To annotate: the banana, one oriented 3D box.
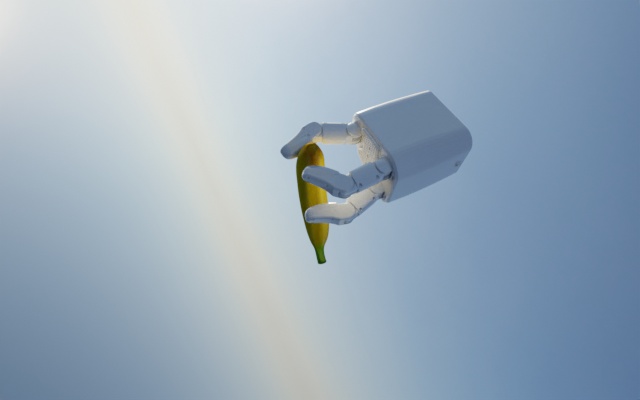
[{"bbox_3d":[-0.006,-0.007,0.618,0.037,0.198,0.069,-18,43,-12],"label":"banana"}]
